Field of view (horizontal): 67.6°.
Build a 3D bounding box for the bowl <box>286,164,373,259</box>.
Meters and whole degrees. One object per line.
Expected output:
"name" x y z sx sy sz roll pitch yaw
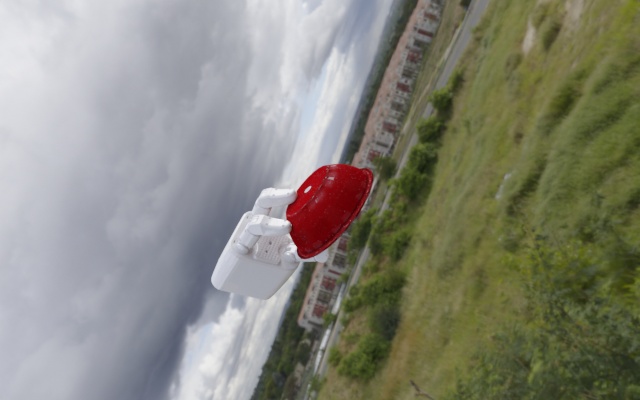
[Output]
"bowl" 0.001 0.001 0.679 0.055 0.162 0.162 39 -14 -17
